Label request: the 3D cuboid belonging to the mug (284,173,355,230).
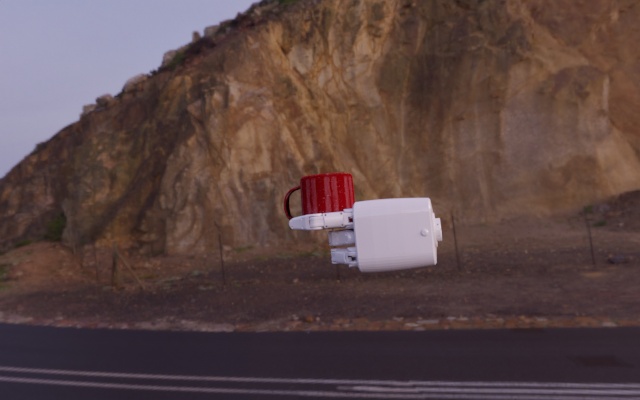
[{"bbox_3d":[-0.001,0.002,0.737,0.117,0.081,0.093,-5,-1,14],"label":"mug"}]
